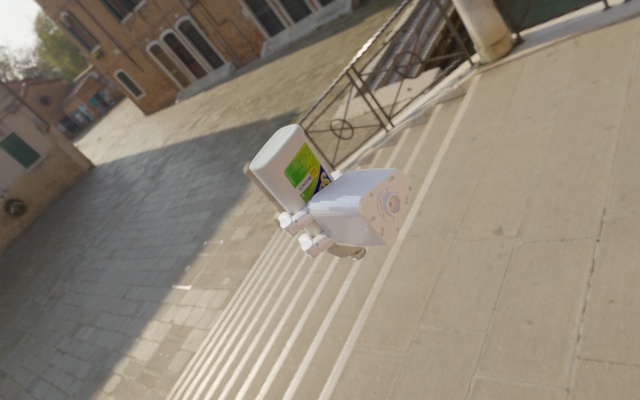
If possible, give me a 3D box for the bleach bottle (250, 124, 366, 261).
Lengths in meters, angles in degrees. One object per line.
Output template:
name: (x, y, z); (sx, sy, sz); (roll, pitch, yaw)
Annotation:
bleach bottle: (0.000, 0.003, 0.777); (0.068, 0.102, 0.251); (-2, -44, 51)
